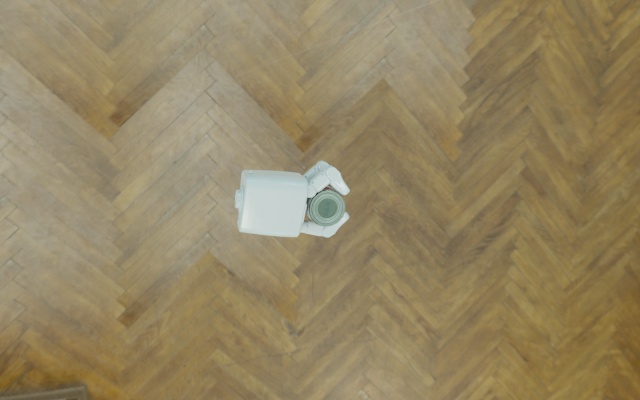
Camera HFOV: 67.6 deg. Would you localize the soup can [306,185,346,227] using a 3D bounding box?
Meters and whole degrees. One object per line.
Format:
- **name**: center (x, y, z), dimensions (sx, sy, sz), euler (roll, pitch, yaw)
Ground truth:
- **soup can**: center (0.001, 0.003, 0.873), dimensions (0.068, 0.068, 0.102), euler (0, 13, -14)
